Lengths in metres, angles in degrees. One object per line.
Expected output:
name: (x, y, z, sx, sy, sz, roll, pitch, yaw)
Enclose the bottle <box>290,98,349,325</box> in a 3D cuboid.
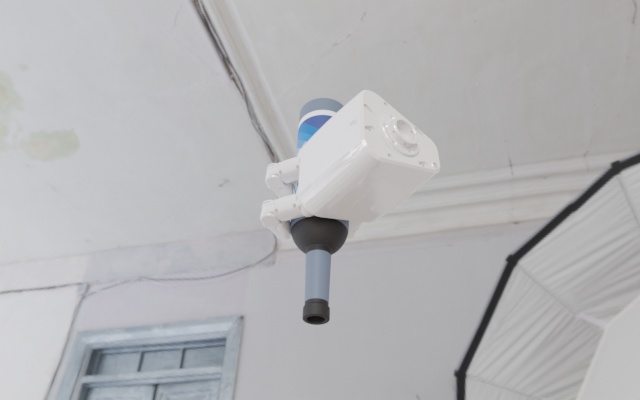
bottle: (0.000, 0.002, 0.564, 0.069, 0.295, 0.069, 1, -37, 1)
